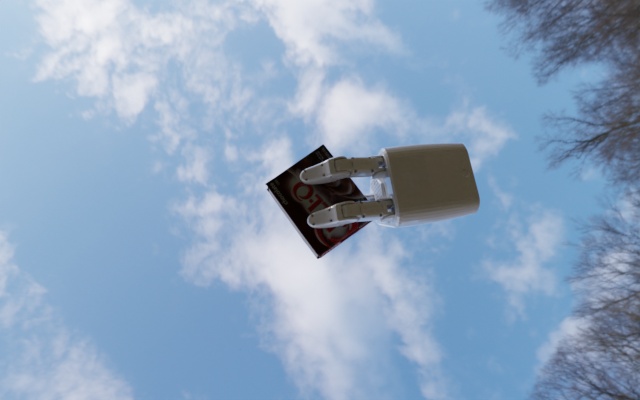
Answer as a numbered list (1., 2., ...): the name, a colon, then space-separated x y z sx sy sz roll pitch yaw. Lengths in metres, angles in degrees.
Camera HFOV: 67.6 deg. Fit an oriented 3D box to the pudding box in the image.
1. pudding box: 0.000 0.002 0.592 0.090 0.113 0.039 -35 -11 -12
